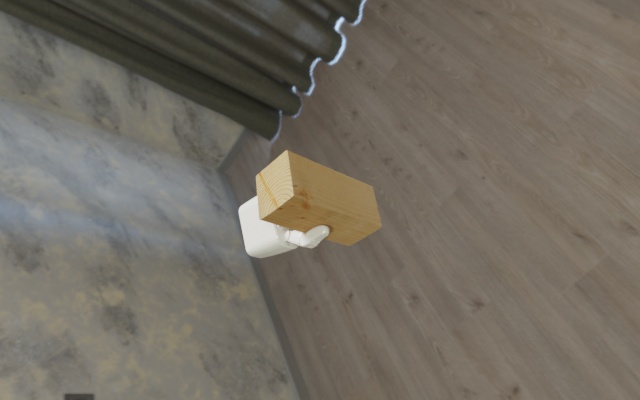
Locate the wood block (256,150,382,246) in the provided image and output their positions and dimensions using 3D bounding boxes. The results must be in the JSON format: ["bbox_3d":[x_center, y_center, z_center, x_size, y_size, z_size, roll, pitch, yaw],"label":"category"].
[{"bbox_3d":[0.000,0.003,0.828,0.206,0.090,0.090,19,-41,-39],"label":"wood block"}]
